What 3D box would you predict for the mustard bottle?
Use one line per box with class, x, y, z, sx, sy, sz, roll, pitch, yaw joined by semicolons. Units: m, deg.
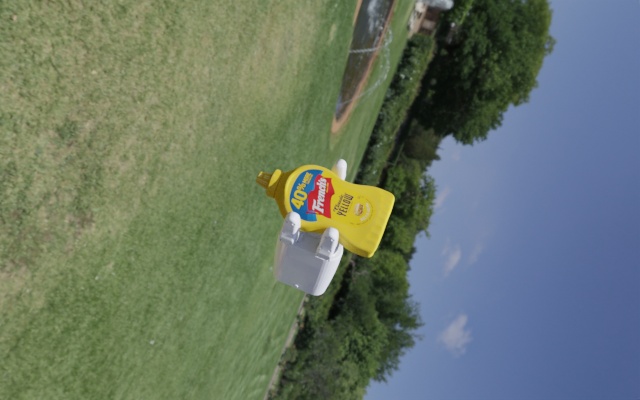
mustard bottle;0.000;0.002;0.673;0.191;0.096;0.058;22;-20;5
